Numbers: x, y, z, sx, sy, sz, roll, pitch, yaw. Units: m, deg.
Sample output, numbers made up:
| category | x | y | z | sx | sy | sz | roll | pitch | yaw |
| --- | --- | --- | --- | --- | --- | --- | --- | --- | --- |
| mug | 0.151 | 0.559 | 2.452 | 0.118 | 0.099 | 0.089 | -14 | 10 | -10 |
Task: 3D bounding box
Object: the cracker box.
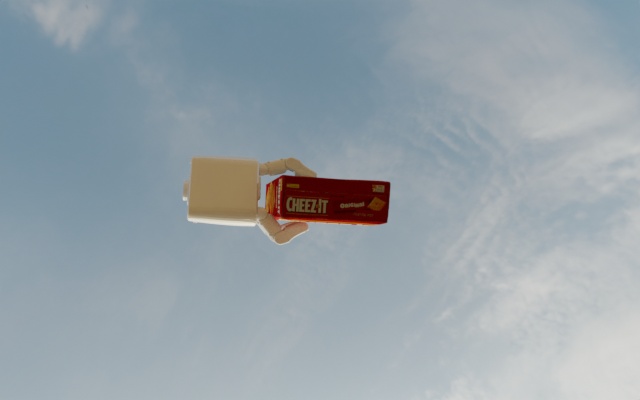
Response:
| category | x | y | z | sx | sy | sz | roll | pitch | yaw |
| --- | --- | --- | --- | --- | --- | --- | --- | --- | --- |
| cracker box | 0.000 | 0.002 | 0.789 | 0.164 | 0.072 | 0.213 | 3 | -1 | -13 |
